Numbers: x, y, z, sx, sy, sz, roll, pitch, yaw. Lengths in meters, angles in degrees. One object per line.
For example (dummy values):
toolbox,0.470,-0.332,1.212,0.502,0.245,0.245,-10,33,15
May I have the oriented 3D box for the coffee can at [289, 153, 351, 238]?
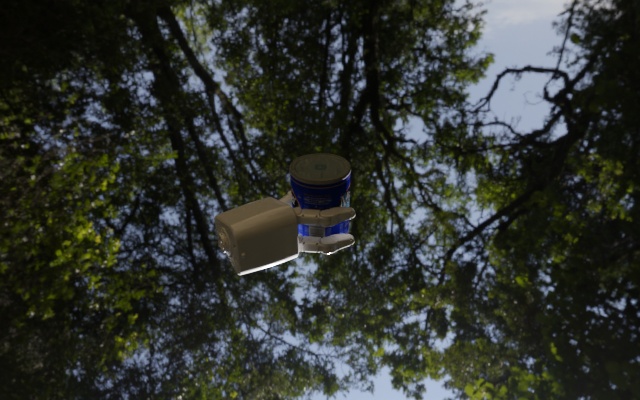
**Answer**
coffee can,0.000,0.002,0.827,0.103,0.140,0.102,-1,31,0
